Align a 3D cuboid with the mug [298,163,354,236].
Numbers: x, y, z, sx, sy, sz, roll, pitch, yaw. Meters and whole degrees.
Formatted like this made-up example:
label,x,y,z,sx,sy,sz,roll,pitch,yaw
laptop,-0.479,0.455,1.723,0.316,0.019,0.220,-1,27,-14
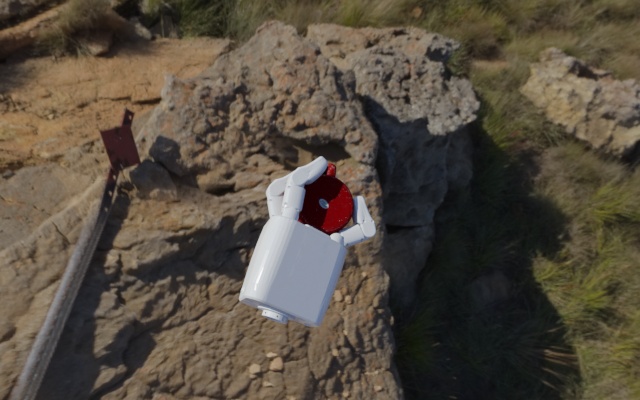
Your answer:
label,x,y,z,sx,sy,sz,roll,pitch,yaw
mug,0.001,0.001,0.666,0.093,0.117,0.081,22,-20,-10
